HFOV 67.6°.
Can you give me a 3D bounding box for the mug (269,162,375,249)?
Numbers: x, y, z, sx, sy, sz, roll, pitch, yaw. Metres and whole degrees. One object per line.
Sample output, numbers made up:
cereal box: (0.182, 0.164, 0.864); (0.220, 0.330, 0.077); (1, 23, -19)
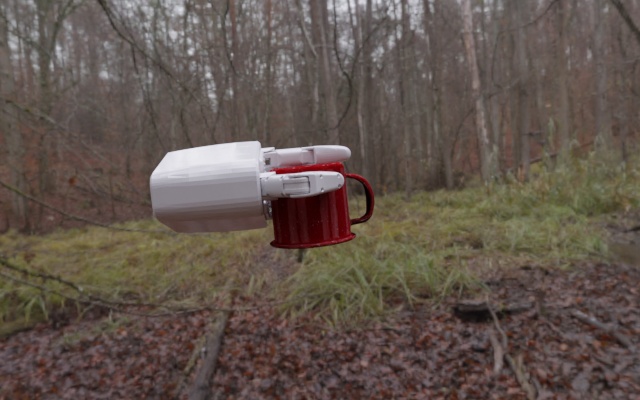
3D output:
mug: (0.002, 0.001, 0.512); (0.117, 0.081, 0.093); (-6, 5, -4)
